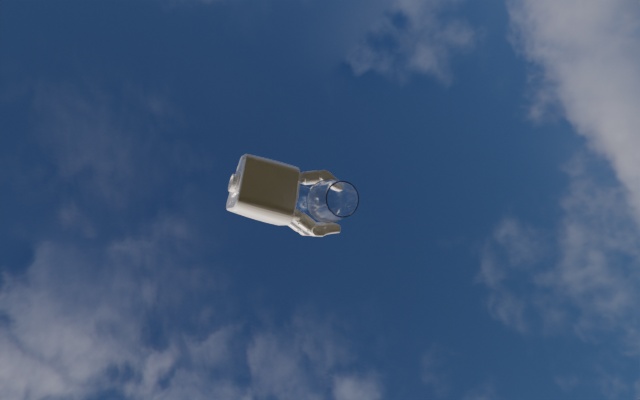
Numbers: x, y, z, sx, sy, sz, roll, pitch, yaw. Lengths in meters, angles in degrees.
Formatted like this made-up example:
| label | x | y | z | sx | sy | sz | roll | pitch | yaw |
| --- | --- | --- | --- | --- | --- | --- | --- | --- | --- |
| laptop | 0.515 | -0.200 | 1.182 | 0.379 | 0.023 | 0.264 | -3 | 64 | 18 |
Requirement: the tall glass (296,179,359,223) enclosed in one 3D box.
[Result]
| label | x | y | z | sx | sy | sz | roll | pitch | yaw |
| --- | --- | --- | --- | --- | --- | --- | --- | --- | --- |
| tall glass | 0.000 | 0.003 | 0.890 | 0.079 | 0.079 | 0.201 | 0 | -3 | -22 |
